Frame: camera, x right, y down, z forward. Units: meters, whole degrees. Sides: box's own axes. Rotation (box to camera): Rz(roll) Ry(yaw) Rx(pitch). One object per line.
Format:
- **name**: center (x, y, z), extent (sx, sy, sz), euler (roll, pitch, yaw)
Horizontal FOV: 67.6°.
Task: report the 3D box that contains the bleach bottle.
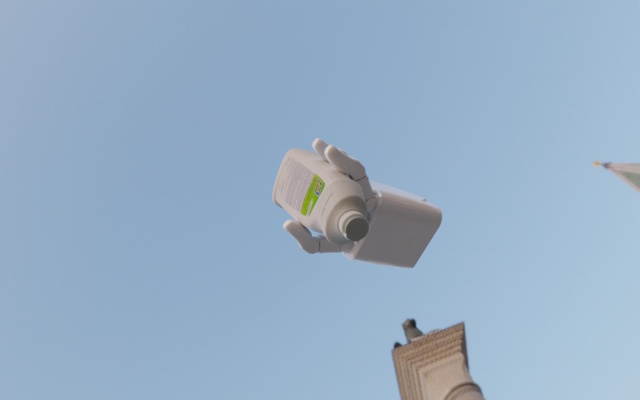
- **bleach bottle**: center (0.000, 0.002, 0.638), extent (0.068, 0.102, 0.250), euler (12, 13, -22)
